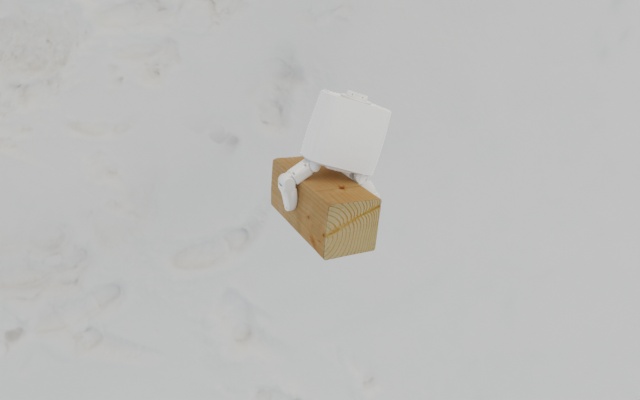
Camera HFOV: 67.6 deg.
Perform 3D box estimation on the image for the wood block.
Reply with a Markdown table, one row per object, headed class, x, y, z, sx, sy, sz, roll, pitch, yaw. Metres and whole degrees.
| class | x | y | z | sx | sy | sz | roll | pitch | yaw |
| --- | --- | --- | --- | --- | --- | --- | --- | --- | --- |
| wood block | 0.000 | 0.002 | 0.774 | 0.091 | 0.090 | 0.206 | -7 | 26 | -26 |
